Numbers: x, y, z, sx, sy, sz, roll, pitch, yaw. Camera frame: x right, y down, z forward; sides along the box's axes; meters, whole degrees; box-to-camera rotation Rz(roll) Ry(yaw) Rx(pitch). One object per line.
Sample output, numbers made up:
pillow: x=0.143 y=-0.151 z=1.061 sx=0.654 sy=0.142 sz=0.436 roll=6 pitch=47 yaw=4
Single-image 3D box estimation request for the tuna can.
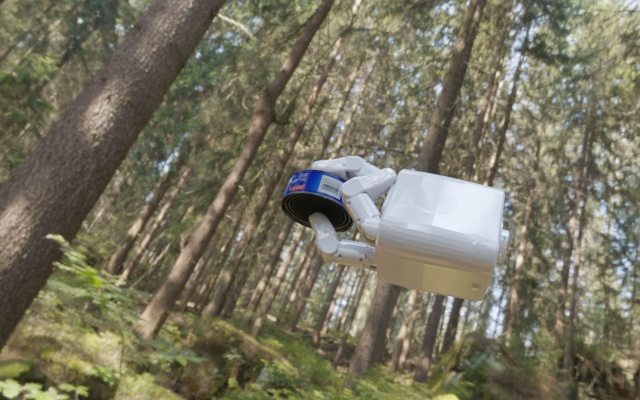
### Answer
tuna can: x=0.000 y=0.001 z=0.545 sx=0.086 sy=0.033 sz=0.086 roll=13 pitch=-28 yaw=7
